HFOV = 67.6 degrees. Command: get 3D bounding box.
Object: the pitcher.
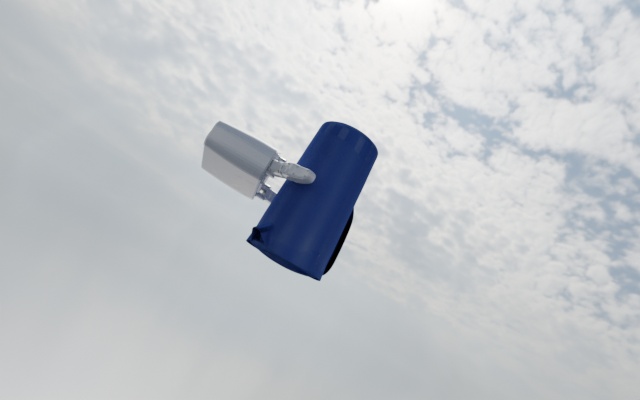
[{"bbox_3d":[0.000,0.002,0.780,0.145,0.242,0.149,29,-12,0],"label":"pitcher"}]
